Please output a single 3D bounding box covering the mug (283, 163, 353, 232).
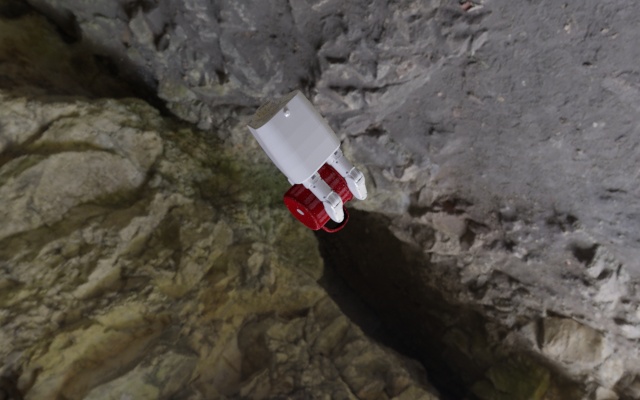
[{"bbox_3d":[0.001,0.004,0.793,0.081,0.117,0.093,-46,22,-19],"label":"mug"}]
